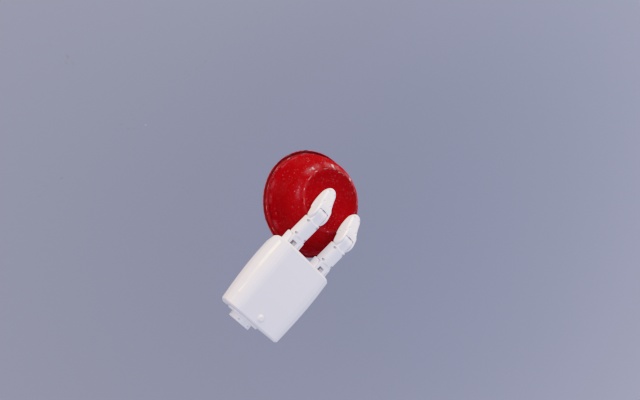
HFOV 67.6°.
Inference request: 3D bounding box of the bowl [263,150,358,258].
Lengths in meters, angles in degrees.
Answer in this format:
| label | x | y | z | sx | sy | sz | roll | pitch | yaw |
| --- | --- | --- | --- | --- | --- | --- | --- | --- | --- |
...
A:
| label | x | y | z | sx | sy | sz | roll | pitch | yaw |
| --- | --- | --- | --- | --- | --- | --- | --- | --- | --- |
| bowl | 0.001 | 0.001 | 0.693 | 0.162 | 0.162 | 0.055 | 0 | -6 | -34 |
